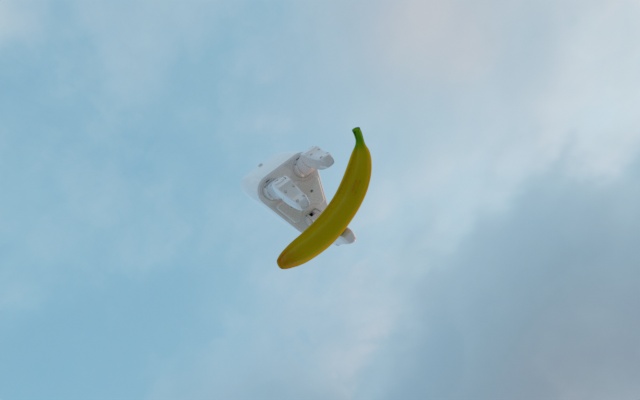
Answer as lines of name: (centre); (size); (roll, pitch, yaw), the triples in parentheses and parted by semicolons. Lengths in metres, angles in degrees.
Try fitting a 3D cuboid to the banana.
banana: (0.016, 0.008, 0.603); (0.070, 0.198, 0.037); (32, -7, -29)
